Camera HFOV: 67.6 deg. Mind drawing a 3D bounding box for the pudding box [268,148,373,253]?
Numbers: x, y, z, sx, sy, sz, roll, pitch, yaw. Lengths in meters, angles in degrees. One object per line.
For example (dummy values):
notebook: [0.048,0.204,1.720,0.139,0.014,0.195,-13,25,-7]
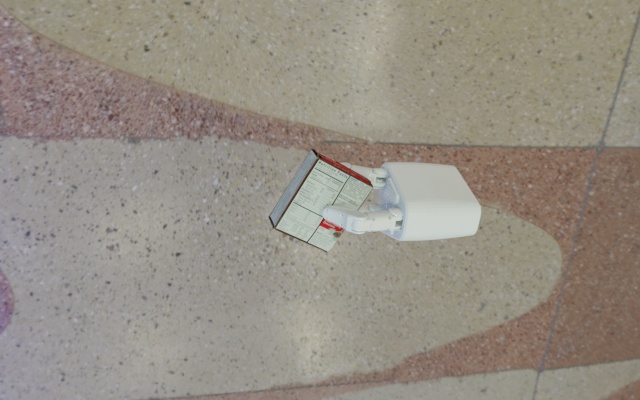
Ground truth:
pudding box: [0.000,0.002,0.617,0.090,0.113,0.039,27,14,-24]
